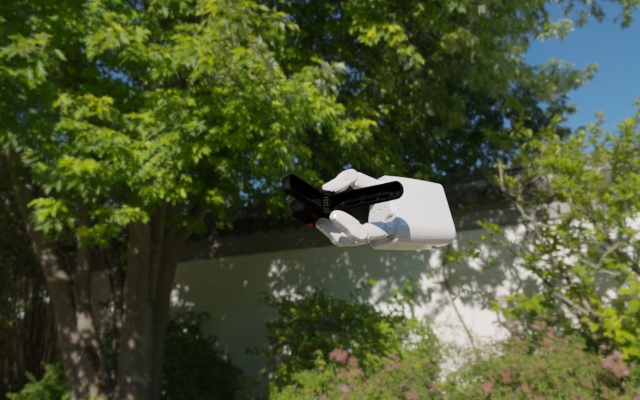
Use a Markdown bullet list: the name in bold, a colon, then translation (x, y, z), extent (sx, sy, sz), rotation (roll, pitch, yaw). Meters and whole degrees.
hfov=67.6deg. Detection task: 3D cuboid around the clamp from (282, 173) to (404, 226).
- **clamp**: translation (0.000, 0.002, 0.699), extent (0.164, 0.036, 0.210), rotation (6, -16, -21)
